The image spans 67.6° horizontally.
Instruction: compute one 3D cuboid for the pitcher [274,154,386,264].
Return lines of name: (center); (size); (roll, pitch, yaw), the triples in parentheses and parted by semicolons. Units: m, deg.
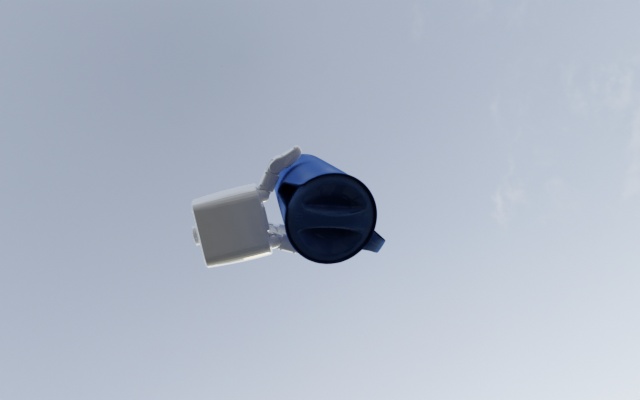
pitcher: (0.000, 0.003, 0.771); (0.145, 0.149, 0.242); (-16, 18, -8)
